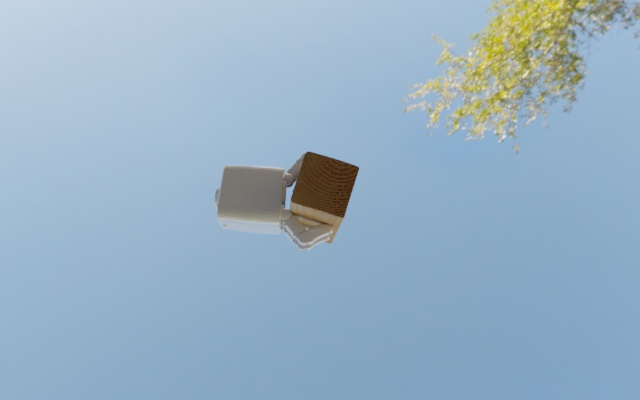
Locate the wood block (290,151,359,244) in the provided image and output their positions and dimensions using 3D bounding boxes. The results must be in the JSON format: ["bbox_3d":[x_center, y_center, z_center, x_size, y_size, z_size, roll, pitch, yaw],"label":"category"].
[{"bbox_3d":[0.000,0.002,0.835,0.090,0.090,0.206,17,-16,0],"label":"wood block"}]
